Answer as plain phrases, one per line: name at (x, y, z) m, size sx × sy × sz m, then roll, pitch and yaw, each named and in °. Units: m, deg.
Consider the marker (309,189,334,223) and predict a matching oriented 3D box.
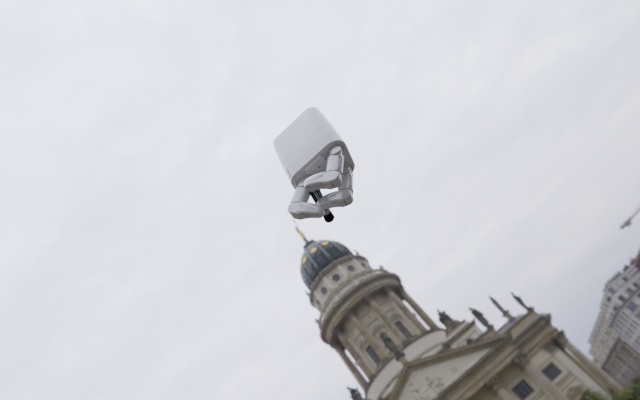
marker at (0.000, 0.003, 0.817) m, size 0.020 × 0.020 × 0.121 m, roll 0°, pitch -32°, yaw 20°
